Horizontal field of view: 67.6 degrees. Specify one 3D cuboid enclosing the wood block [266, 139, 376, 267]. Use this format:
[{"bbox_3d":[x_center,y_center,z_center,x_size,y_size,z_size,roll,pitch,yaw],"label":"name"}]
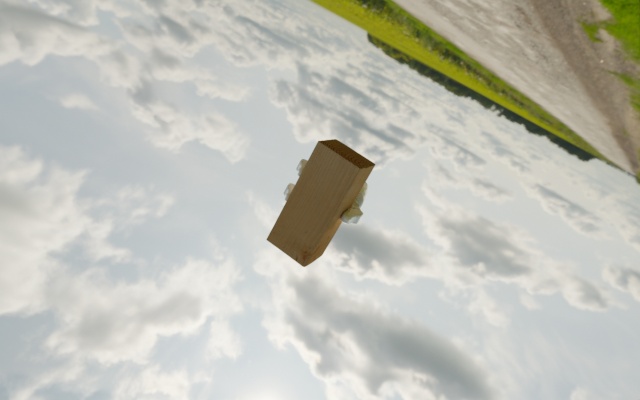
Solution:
[{"bbox_3d":[0.000,0.003,0.853,0.091,0.206,0.090,34,20,15],"label":"wood block"}]
